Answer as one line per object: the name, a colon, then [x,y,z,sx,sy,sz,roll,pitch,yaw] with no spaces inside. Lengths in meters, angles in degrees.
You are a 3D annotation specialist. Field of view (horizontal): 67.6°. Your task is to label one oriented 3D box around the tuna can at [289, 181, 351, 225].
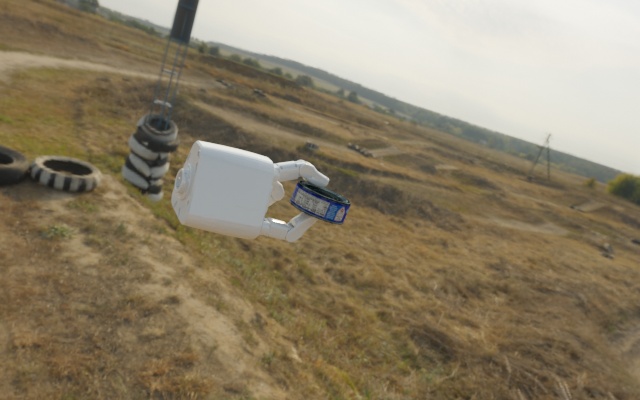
tuna can: [0.000,0.002,0.698,0.086,0.034,0.086,22,9,-4]
